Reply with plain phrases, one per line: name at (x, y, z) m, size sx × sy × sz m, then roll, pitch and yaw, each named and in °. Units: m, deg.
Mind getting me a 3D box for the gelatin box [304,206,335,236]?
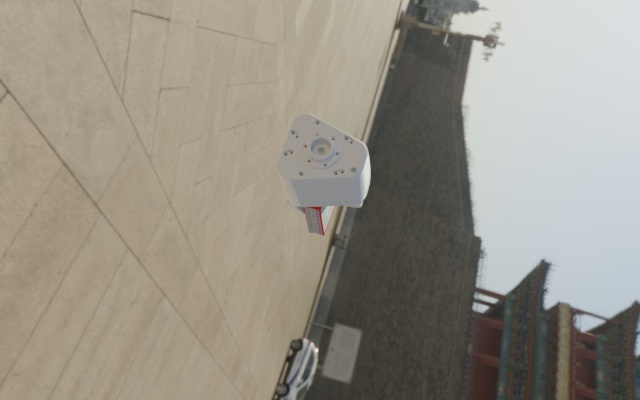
gelatin box at (0.001, 0.003, 0.759) m, size 0.030 × 0.073 × 0.089 m, roll 13°, pitch -29°, yaw 13°
